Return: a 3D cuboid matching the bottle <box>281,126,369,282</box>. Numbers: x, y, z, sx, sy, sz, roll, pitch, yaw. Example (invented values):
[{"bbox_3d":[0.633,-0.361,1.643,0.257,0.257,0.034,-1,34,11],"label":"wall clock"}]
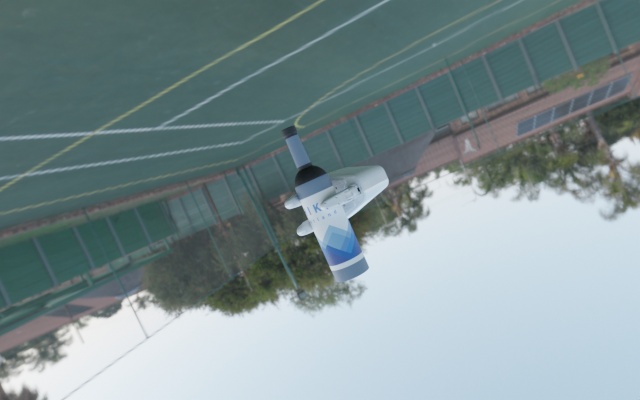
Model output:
[{"bbox_3d":[0.000,0.003,0.877,0.069,0.296,0.069,-24,3,1],"label":"bottle"}]
